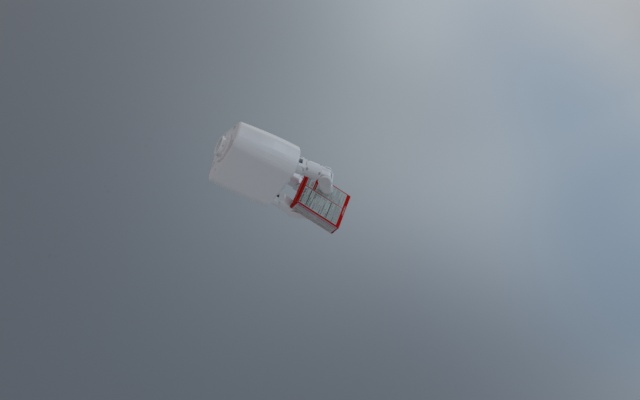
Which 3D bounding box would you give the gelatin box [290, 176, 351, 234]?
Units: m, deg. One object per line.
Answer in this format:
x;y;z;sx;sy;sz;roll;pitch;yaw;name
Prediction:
0.001;0.003;0.817;0.089;0.073;0.030;32;-38;-13;gelatin box
